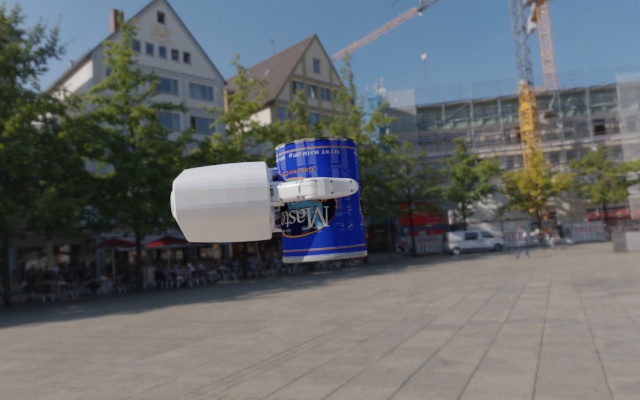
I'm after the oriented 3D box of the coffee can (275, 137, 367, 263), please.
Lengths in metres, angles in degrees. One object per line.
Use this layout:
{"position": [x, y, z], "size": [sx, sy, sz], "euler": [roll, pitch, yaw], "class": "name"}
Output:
{"position": [0.000, 0.002, 0.586], "size": [0.103, 0.140, 0.103], "euler": [-5, -5, 0], "class": "coffee can"}
